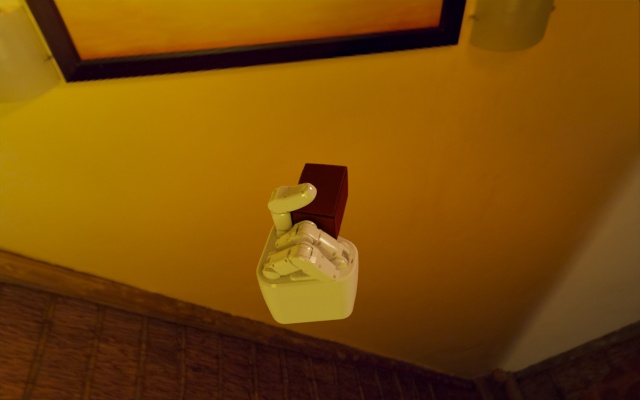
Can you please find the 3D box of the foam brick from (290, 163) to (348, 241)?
[{"bbox_3d":[0.000,0.002,0.560,0.053,0.078,0.051,8,-39,12],"label":"foam brick"}]
